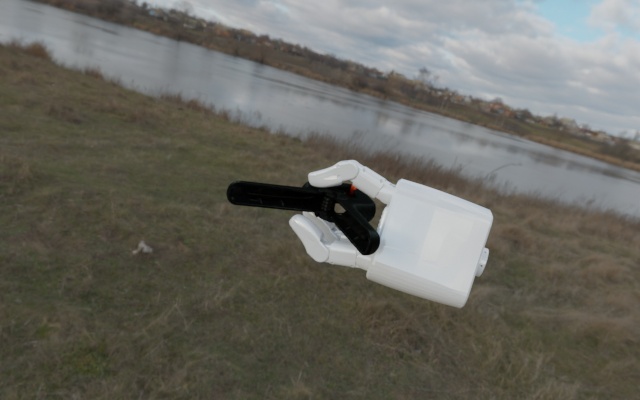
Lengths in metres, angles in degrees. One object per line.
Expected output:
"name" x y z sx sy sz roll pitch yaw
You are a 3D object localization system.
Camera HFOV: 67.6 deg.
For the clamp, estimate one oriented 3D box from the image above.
"clamp" 0.001 0.001 0.548 0.164 0.036 0.210 20 14 10
